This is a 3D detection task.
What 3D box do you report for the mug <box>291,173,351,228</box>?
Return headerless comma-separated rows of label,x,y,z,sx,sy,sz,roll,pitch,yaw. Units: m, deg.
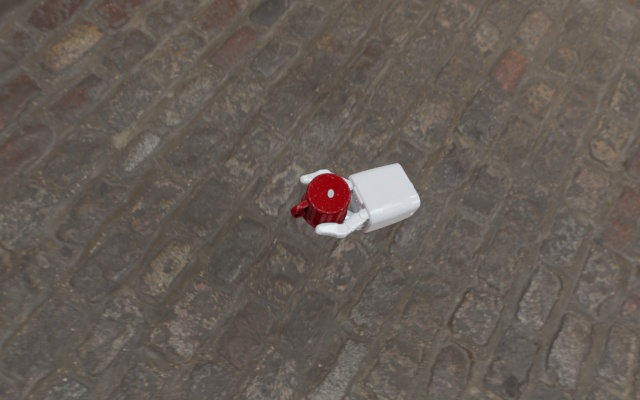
mug,-0.001,0.003,0.885,0.117,0.093,0.081,-17,-17,-12
